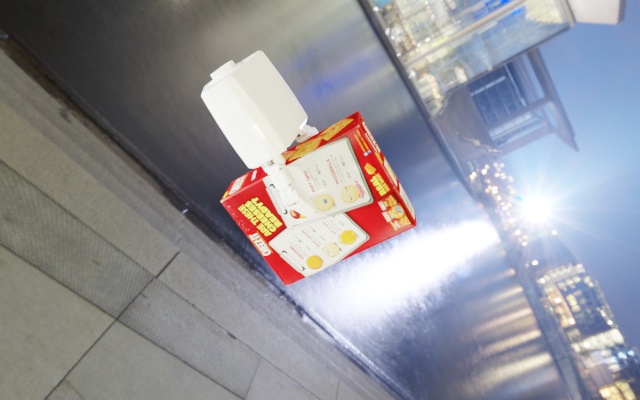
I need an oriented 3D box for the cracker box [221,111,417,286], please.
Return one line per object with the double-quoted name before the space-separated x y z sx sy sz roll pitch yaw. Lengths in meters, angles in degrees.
"cracker box" 0.000 0.002 0.662 0.214 0.164 0.072 -27 22 17
